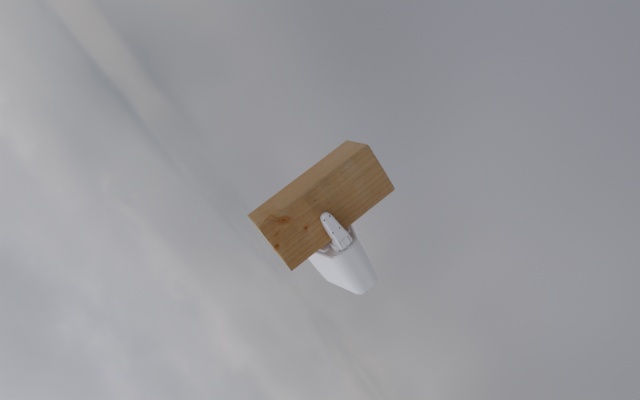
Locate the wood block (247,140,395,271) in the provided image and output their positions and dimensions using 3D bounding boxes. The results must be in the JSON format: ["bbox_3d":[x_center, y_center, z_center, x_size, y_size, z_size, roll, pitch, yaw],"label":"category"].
[{"bbox_3d":[0.000,0.003,0.755,0.206,0.090,0.091,-38,21,-9],"label":"wood block"}]
